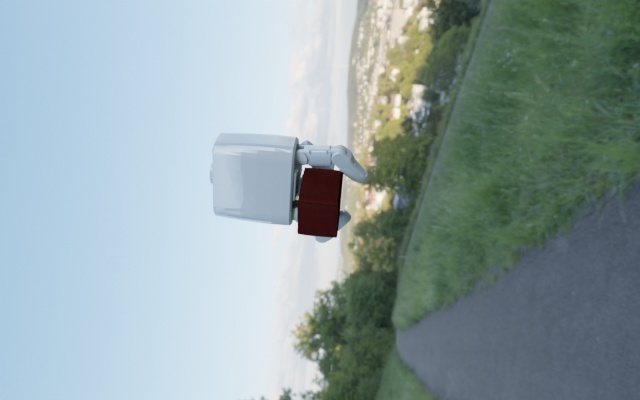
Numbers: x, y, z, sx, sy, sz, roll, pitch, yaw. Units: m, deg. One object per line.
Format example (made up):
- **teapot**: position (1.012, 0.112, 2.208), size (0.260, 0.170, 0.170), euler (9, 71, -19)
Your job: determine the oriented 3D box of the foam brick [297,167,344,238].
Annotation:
- **foam brick**: position (0.000, 0.002, 0.602), size (0.051, 0.053, 0.078), euler (5, 37, 2)
